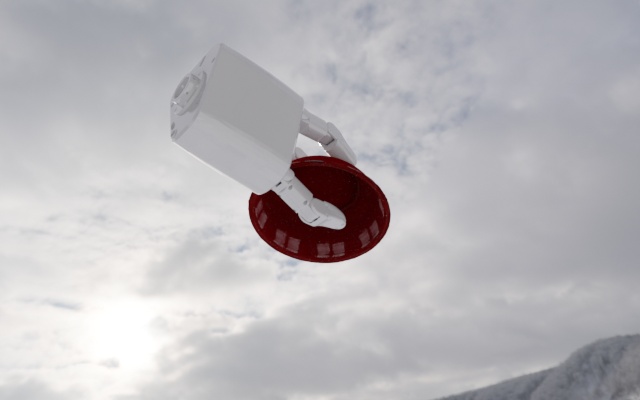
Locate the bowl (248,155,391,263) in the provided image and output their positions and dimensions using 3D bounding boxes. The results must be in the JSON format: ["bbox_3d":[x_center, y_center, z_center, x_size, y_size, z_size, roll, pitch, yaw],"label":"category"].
[{"bbox_3d":[0.001,0.002,0.559,0.162,0.162,0.055,0,42,6],"label":"bowl"}]
